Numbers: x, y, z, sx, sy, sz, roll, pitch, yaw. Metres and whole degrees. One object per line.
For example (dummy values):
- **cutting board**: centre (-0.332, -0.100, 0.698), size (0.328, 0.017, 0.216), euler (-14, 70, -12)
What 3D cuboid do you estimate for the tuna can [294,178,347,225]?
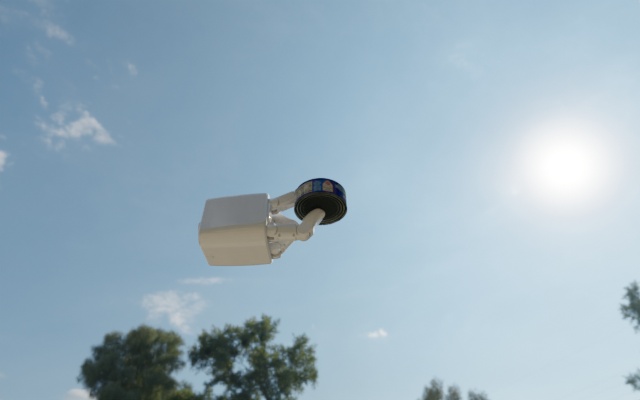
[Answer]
- **tuna can**: centre (0.000, 0.002, 0.774), size (0.086, 0.033, 0.086), euler (0, -39, 0)
